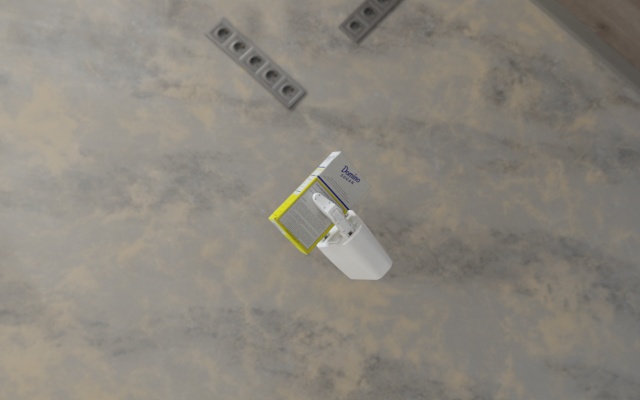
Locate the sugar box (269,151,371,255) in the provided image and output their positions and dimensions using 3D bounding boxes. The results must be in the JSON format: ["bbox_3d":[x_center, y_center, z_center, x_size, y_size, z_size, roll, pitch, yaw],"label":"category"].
[{"bbox_3d":[0.000,0.003,0.875,0.176,0.093,0.048,-46,18,-13],"label":"sugar box"}]
